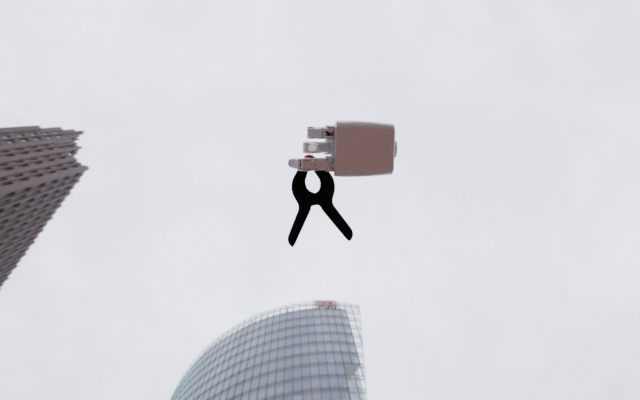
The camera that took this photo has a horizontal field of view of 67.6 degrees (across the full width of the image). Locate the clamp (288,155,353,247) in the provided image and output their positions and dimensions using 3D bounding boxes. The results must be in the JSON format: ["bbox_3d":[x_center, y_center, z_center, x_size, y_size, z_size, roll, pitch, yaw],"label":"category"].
[{"bbox_3d":[0.000,0.003,0.869,0.120,0.171,0.039,1,11,1],"label":"clamp"}]
